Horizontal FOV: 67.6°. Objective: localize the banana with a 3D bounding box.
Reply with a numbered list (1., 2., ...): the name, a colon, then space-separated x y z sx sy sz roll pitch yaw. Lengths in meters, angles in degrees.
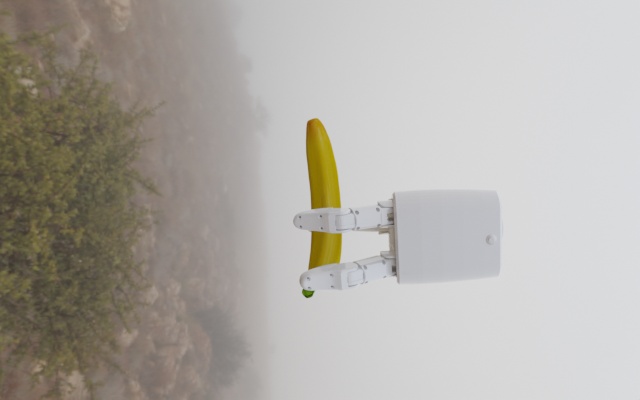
1. banana: 0.003 0.009 0.537 0.037 0.197 0.070 -3 -13 10
